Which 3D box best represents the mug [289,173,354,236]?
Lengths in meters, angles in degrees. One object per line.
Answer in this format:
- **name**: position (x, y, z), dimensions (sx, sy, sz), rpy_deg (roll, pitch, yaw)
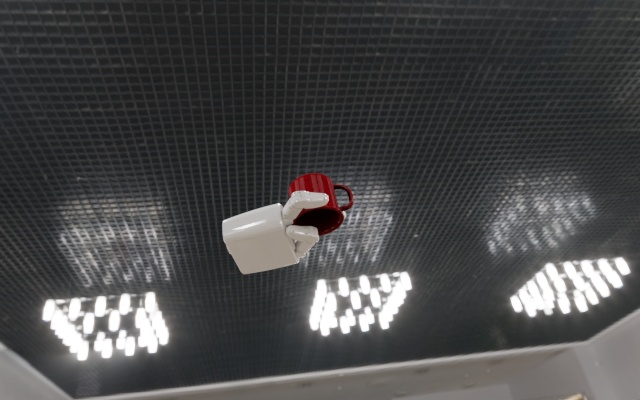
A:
- **mug**: position (0.001, 0.002, 0.848), dimensions (0.117, 0.081, 0.093), rpy_deg (-15, -35, 5)
